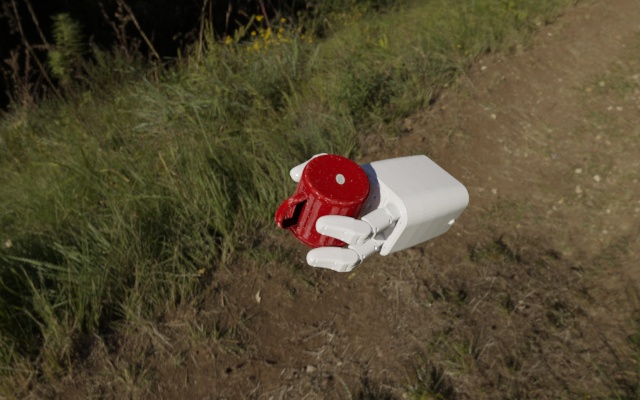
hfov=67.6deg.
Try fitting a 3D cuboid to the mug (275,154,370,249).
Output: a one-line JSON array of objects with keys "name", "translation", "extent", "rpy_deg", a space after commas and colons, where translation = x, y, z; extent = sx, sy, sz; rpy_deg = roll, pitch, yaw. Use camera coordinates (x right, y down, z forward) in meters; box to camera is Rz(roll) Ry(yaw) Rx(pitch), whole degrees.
[{"name": "mug", "translation": [-0.001, 0.002, 0.566], "extent": [0.117, 0.093, 0.082], "rpy_deg": [-15, -34, -28]}]
